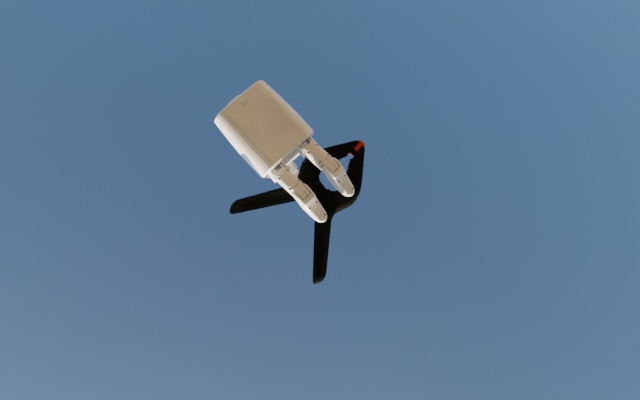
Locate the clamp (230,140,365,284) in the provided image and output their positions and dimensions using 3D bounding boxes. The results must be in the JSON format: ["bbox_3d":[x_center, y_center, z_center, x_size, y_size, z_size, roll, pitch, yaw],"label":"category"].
[{"bbox_3d":[0.000,0.002,0.686,0.210,0.164,0.036,-43,3,-13],"label":"clamp"}]
